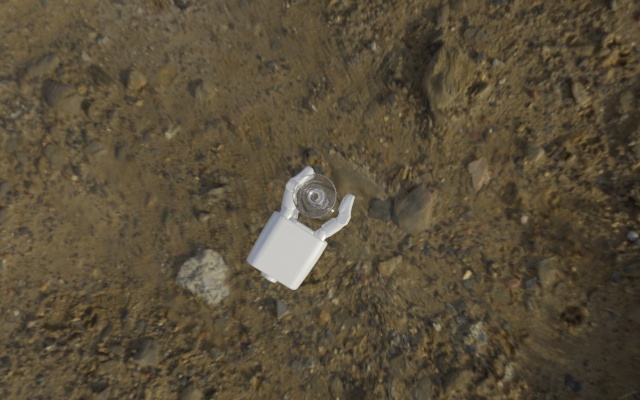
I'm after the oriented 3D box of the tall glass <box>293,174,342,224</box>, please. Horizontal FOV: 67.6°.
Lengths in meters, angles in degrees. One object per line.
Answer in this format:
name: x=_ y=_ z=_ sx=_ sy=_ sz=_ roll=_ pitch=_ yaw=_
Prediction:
tall glass: x=0.000 y=0.003 z=0.898 sx=0.079 sy=0.079 sz=0.201 roll=0 pitch=-6 yaw=7
